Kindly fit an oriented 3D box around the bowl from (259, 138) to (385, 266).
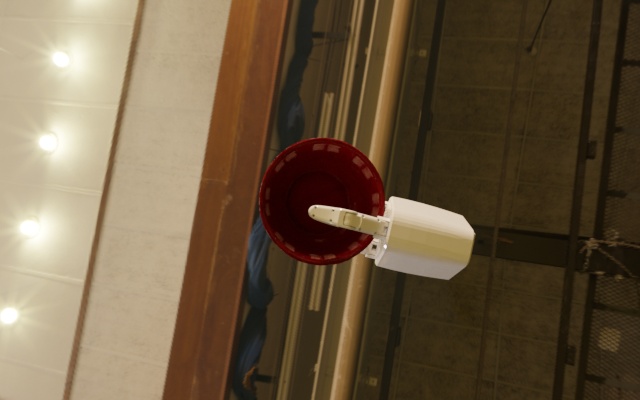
[{"bbox_3d":[-0.001,0.001,0.626,0.162,0.162,0.055,0,-2,-8],"label":"bowl"}]
